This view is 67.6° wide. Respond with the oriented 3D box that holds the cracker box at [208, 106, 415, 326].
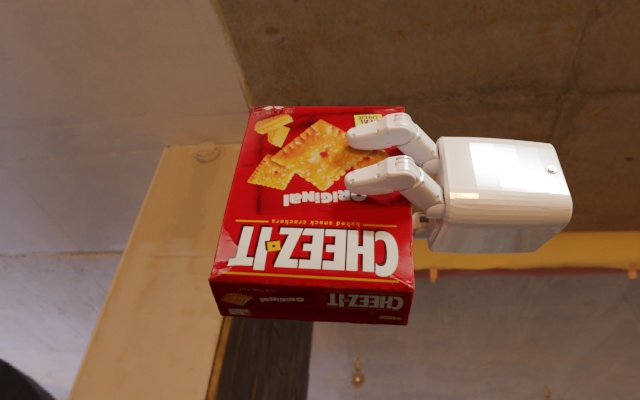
[{"bbox_3d":[0.000,0.001,0.451,0.164,0.213,0.072,2,-40,5],"label":"cracker box"}]
